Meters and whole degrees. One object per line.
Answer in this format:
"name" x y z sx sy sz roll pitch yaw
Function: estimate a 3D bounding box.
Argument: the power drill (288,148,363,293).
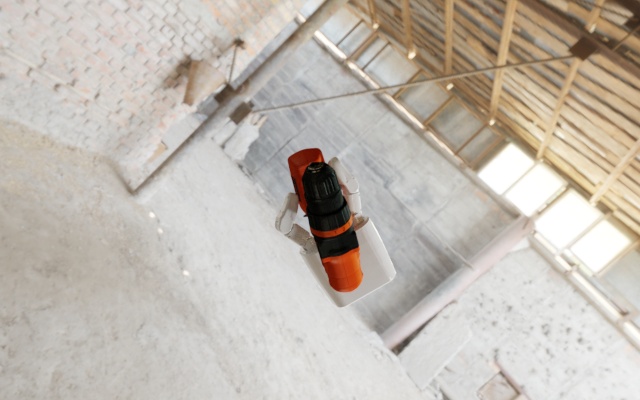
"power drill" 0.000 0.002 0.628 0.057 0.184 0.187 -15 32 -3
